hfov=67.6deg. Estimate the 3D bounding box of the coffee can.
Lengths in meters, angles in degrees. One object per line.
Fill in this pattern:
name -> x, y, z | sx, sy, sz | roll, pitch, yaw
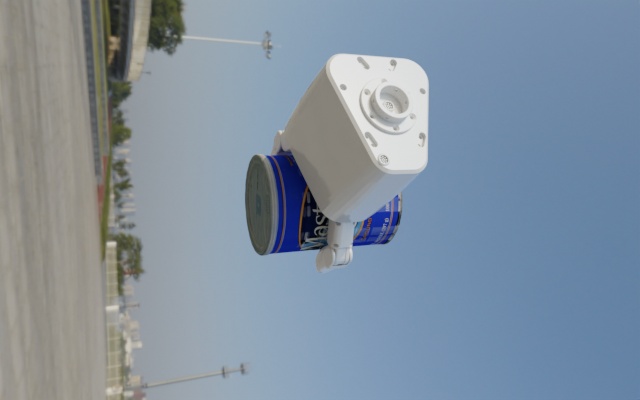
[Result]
coffee can -> 0.000, 0.002, 0.508 | 0.140, 0.103, 0.103 | -3, 1, -22
